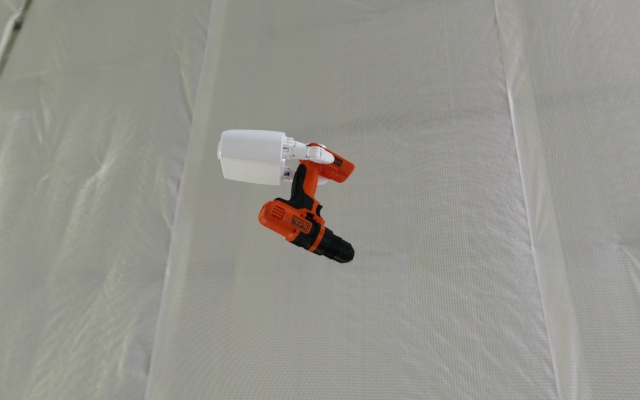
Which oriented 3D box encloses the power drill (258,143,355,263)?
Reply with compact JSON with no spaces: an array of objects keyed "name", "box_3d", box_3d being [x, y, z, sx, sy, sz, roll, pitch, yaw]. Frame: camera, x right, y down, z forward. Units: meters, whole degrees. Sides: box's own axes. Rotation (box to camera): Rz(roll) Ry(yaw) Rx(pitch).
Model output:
[{"name":"power drill","box_3d":[0.000,0.002,0.856,0.184,0.187,0.057,29,-31,-15]}]
